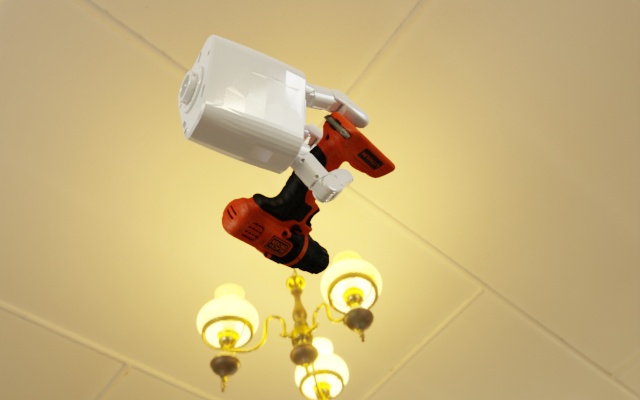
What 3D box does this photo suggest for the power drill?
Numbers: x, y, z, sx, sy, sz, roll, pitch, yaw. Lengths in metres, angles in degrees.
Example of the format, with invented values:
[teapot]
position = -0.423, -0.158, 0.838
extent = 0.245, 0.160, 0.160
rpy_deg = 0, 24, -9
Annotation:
[power drill]
position = 0.000, 0.001, 0.574
extent = 0.184, 0.187, 0.057
rpy_deg = 35, 10, -49
